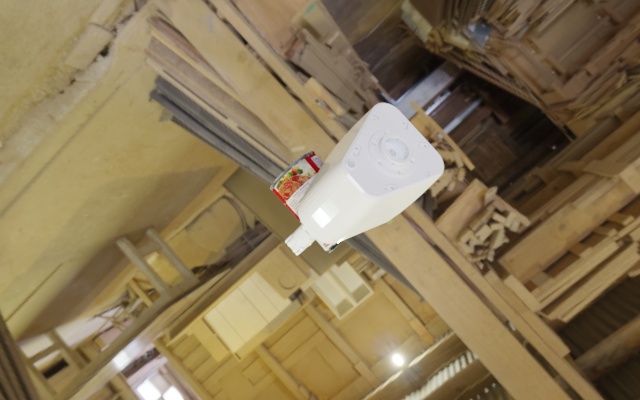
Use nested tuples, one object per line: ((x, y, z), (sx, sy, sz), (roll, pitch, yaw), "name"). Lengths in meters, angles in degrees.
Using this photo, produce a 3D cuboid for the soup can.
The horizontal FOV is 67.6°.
((0.000, 0.002, 0.558), (0.068, 0.102, 0.068), (-42, -4, -3), "soup can")
